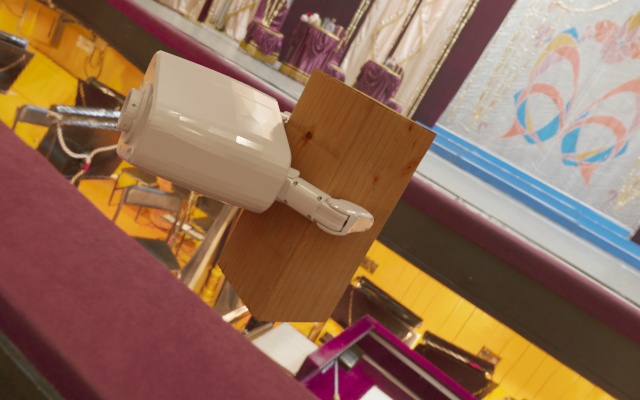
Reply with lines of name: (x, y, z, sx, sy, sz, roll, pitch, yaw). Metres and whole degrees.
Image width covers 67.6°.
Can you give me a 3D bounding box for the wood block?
wood block: (0.000, 0.001, 0.436, 0.090, 0.206, 0.090, 15, 20, -43)
